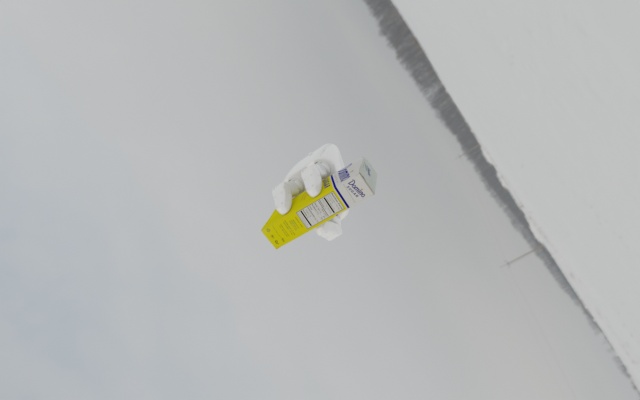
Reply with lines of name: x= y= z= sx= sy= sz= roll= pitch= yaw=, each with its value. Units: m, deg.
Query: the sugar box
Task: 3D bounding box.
sugar box: x=0.000 y=0.002 z=0.723 sx=0.176 sy=0.048 sz=0.093 roll=-33 pitch=12 yaw=19
